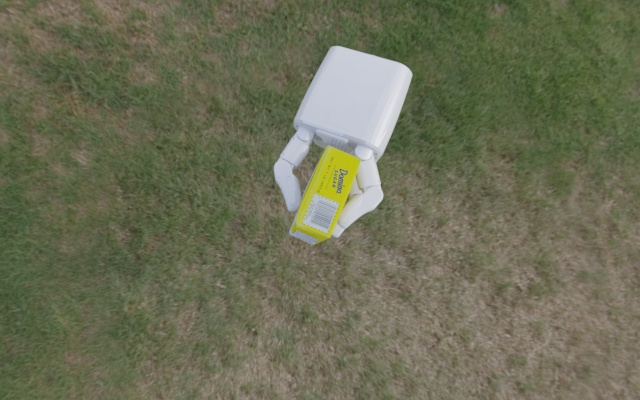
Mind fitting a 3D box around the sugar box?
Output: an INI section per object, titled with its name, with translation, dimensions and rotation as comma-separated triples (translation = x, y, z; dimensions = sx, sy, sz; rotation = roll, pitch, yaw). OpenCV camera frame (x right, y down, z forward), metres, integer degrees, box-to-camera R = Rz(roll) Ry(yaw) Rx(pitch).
[sugar box]
translation = 0.001, 0.002, 0.577
dimensions = 0.048, 0.093, 0.176
rotation = 23, -8, 0
